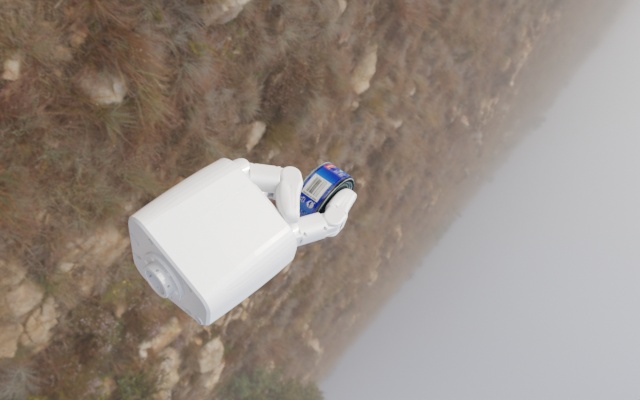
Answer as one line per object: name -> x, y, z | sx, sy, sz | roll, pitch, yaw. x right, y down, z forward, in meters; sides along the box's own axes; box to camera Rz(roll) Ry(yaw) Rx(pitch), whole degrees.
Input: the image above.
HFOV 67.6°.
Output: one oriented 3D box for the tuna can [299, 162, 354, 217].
tuna can -> 0.001, 0.002, 0.529 | 0.033, 0.086, 0.086 | 35, 12, 18
